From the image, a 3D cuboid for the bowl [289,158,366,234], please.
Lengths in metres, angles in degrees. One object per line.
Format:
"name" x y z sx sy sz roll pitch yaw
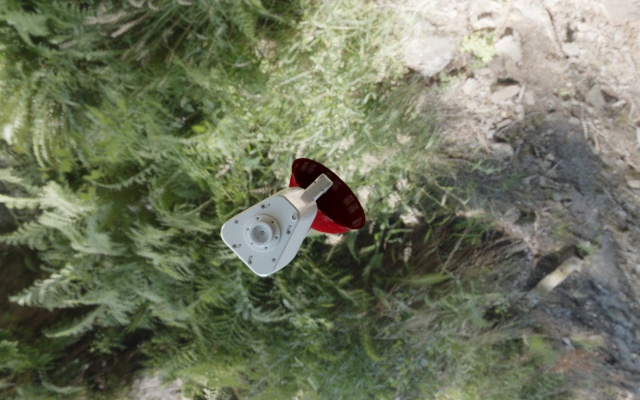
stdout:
"bowl" 0.001 0.003 0.819 0.055 0.162 0.162 -46 -24 25
